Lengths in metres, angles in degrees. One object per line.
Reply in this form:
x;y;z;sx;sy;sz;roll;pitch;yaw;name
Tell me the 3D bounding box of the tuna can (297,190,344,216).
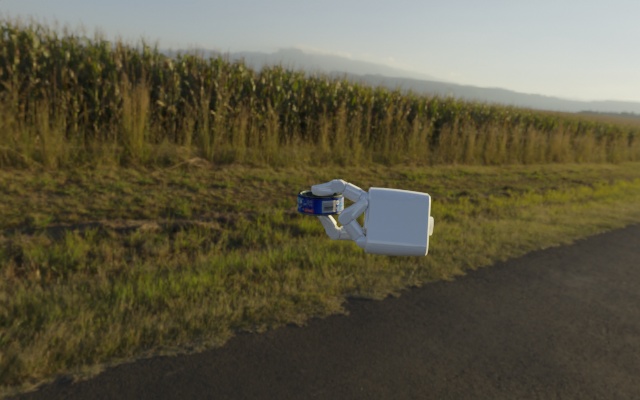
0.000;0.002;0.872;0.086;0.034;0.086;1;11;0;tuna can
